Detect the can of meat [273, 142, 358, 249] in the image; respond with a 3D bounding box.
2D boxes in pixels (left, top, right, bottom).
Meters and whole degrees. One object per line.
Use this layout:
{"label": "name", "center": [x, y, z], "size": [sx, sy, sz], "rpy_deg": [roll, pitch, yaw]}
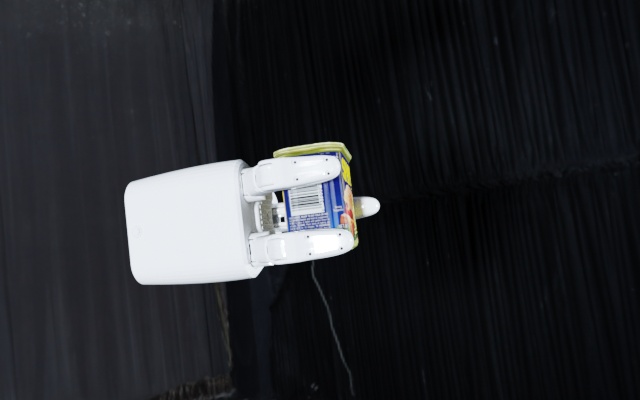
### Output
{"label": "can of meat", "center": [0.000, 0.002, 0.410], "size": [0.057, 0.084, 0.102], "rpy_deg": [-7, -4, 8]}
